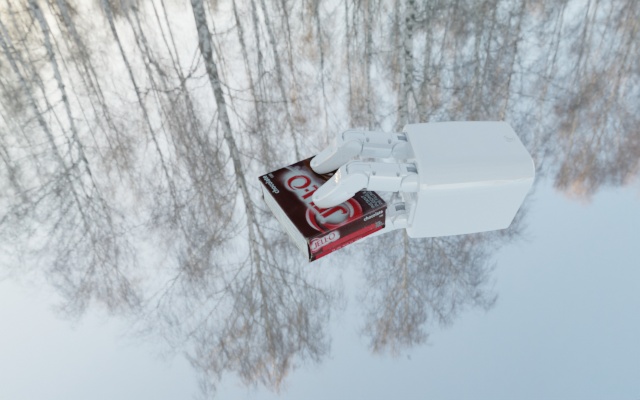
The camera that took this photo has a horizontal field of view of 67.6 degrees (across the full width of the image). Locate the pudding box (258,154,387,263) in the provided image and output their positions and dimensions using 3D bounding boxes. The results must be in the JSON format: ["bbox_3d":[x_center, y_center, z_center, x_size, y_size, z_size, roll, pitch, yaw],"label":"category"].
[{"bbox_3d":[0.000,0.002,0.491,0.090,0.039,0.113,-22,43,-21],"label":"pudding box"}]
